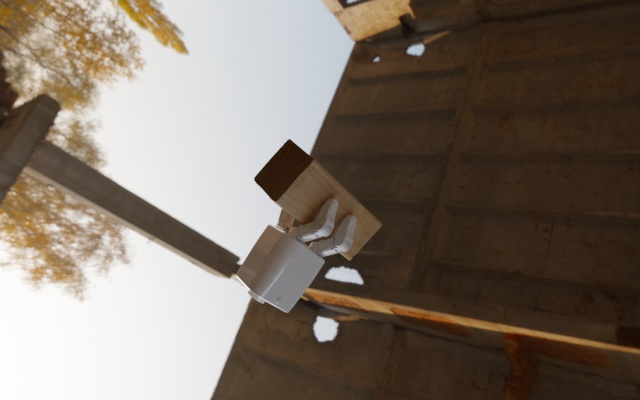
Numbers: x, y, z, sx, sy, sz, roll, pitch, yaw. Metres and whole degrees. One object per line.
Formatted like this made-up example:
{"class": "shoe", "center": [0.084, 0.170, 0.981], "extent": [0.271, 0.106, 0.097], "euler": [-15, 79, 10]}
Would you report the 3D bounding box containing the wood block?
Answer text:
{"class": "wood block", "center": [0.000, 0.003, 0.798], "extent": [0.206, 0.090, 0.090], "euler": [41, 1, -41]}
